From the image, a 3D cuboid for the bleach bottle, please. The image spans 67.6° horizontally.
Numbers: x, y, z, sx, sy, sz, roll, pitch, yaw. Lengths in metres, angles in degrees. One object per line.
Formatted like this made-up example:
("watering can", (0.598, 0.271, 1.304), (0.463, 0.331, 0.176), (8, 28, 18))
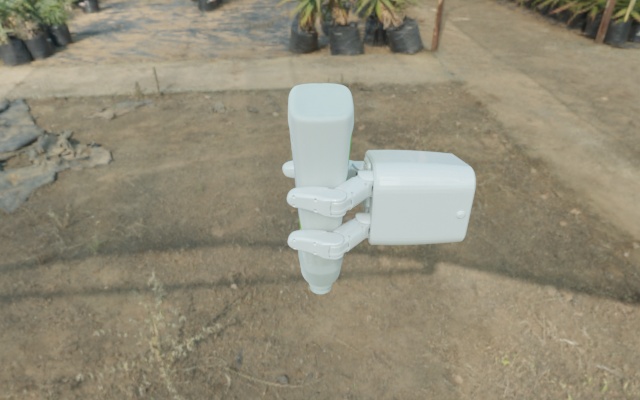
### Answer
("bleach bottle", (0.000, 0.002, 0.553), (0.068, 0.251, 0.102), (0, 34, -1))
